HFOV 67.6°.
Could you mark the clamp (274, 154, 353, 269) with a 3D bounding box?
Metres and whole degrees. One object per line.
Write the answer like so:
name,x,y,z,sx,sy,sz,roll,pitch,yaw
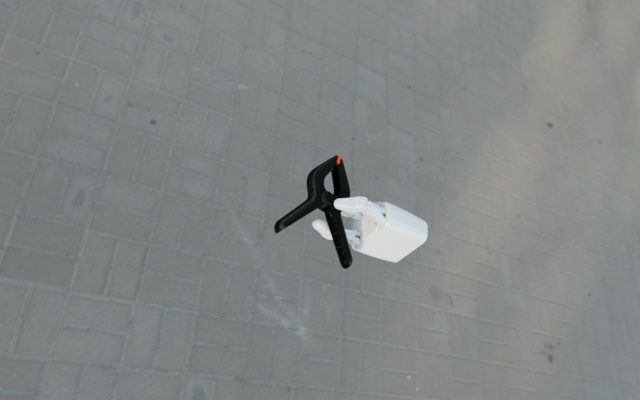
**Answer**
clamp,0.001,0.002,0.865,0.164,0.210,0.036,24,-30,-30
